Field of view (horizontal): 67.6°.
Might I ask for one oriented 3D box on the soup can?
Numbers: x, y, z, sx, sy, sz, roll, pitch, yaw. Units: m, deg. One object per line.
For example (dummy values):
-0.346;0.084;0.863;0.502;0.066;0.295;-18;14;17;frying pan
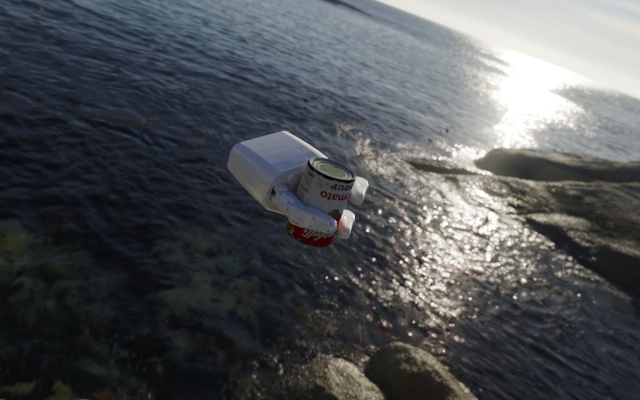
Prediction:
0.000;0.002;0.633;0.068;0.102;0.068;17;24;-8;soup can
